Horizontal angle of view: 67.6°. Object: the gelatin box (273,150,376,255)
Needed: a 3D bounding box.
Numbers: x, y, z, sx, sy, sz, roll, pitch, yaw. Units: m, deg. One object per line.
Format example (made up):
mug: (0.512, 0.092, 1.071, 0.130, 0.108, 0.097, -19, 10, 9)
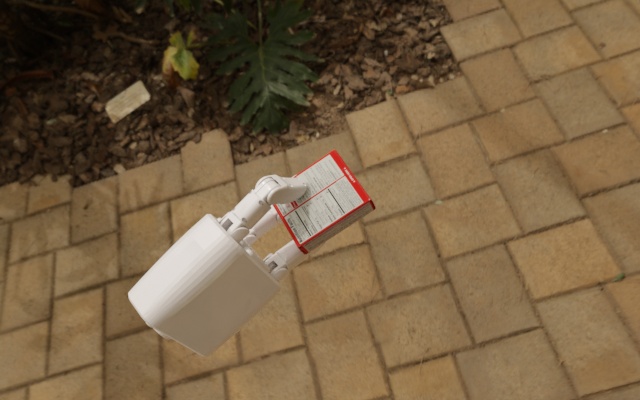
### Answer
gelatin box: (0.000, 0.001, 0.497, 0.089, 0.073, 0.030, -34, -28, 2)
